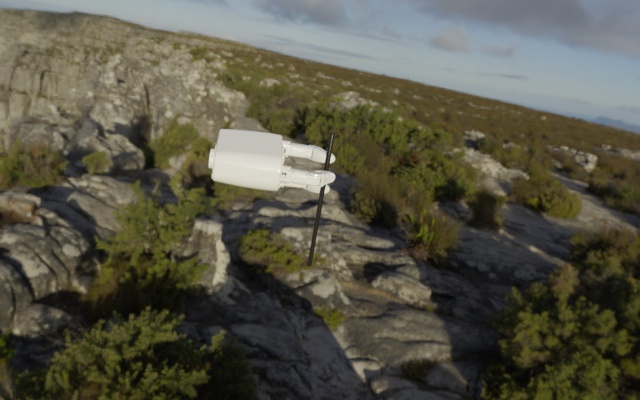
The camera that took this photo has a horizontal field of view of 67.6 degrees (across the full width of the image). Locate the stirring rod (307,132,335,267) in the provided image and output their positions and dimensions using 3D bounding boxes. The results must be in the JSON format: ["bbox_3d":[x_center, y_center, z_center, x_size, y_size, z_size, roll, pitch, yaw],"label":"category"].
[{"bbox_3d":[0.000,0.003,0.817,0.011,0.239,0.011,9,17,-3],"label":"stirring rod"}]
